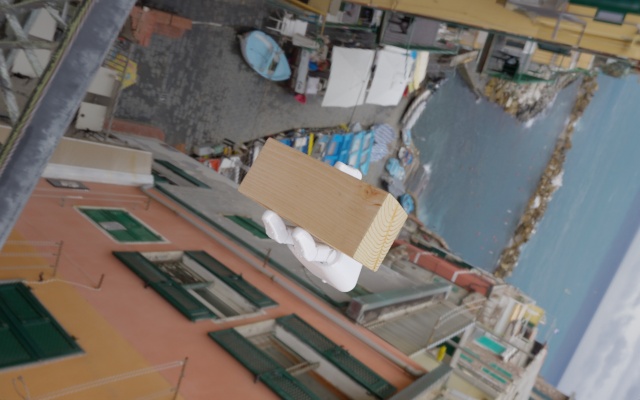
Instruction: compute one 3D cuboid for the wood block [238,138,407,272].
[{"bbox_3d":[0.001,0.002,0.653,0.206,0.091,0.090,27,-6,32],"label":"wood block"}]
